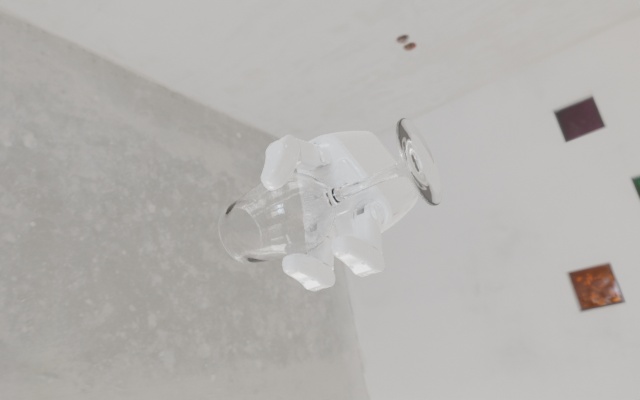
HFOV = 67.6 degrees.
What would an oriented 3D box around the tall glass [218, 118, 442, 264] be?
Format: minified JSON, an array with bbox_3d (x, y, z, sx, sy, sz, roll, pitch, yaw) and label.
[{"bbox_3d":[0.001,0.001,0.427,0.201,0.079,0.079,-22,-12,30],"label":"tall glass"}]
